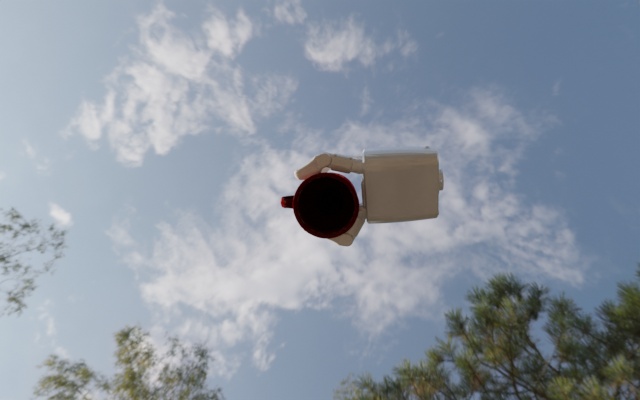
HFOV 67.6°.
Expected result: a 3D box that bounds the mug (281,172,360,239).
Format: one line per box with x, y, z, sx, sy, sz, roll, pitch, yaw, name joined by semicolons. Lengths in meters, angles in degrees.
-0.001;0.002;0.702;0.117;0.093;0.081;-2;8;7;mug
